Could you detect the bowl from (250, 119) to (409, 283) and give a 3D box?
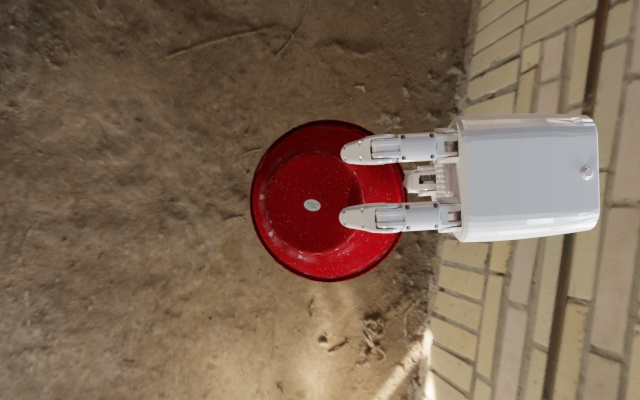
[{"bbox_3d":[-0.001,0.002,0.448,0.162,0.162,0.055,0,2,13],"label":"bowl"}]
